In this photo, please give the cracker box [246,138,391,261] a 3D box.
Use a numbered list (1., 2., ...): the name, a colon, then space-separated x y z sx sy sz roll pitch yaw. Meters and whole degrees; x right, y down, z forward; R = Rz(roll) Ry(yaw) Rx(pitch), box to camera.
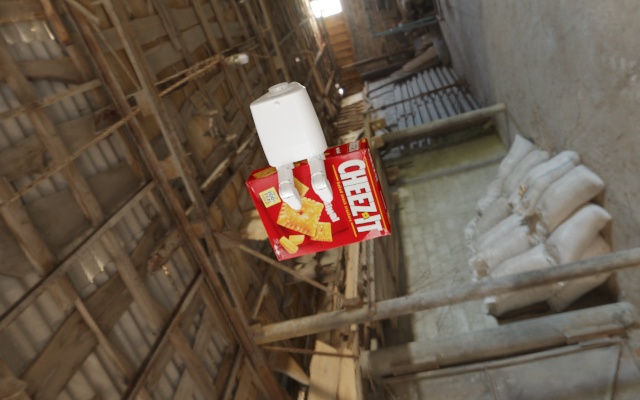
1. cracker box: 0.000 0.003 0.835 0.214 0.164 0.072 -14 21 12
